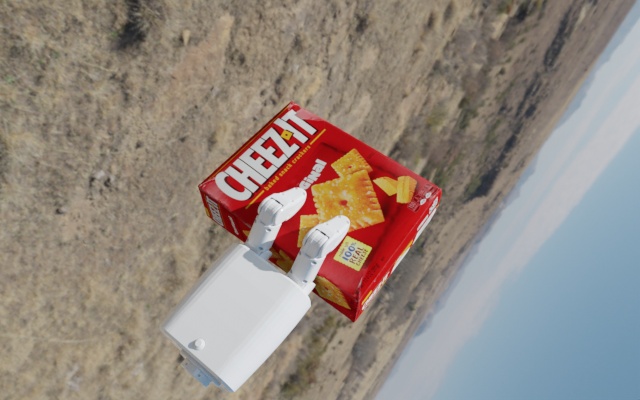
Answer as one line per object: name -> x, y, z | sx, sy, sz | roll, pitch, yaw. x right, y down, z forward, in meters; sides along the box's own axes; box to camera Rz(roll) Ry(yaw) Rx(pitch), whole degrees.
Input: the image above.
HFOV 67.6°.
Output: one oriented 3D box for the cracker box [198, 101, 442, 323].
cracker box -> 0.000, 0.002, 0.531 | 0.213, 0.164, 0.072 | 34, -27, 18
